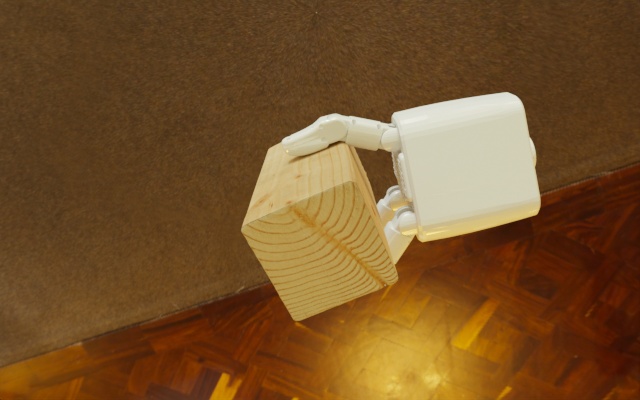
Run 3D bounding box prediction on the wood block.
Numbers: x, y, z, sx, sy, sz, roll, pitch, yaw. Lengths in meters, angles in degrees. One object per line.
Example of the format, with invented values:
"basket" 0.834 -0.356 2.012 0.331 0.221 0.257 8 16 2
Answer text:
"wood block" 0.000 0.001 0.440 0.090 0.091 0.206 -23 20 8
